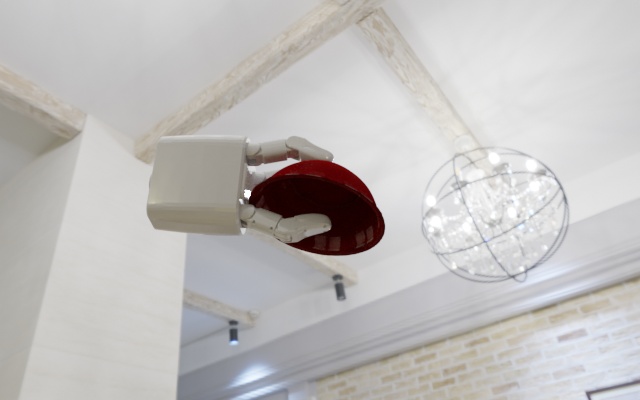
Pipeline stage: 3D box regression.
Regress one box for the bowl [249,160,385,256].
[{"bbox_3d":[0.001,0.002,0.567,0.162,0.055,0.162,10,-35,7],"label":"bowl"}]
